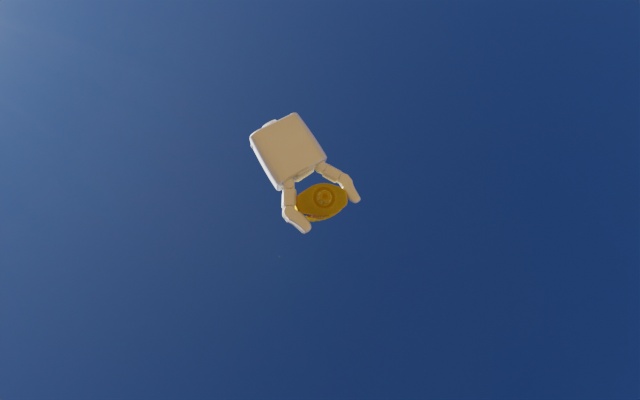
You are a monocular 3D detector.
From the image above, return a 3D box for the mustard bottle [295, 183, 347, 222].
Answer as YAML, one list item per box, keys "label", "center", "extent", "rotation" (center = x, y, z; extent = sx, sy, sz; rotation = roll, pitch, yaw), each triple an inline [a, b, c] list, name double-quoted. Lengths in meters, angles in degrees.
- label: "mustard bottle"
  center: [0.000, 0.003, 0.891]
  extent: [0.096, 0.058, 0.191]
  rotation: [-7, -6, -6]
